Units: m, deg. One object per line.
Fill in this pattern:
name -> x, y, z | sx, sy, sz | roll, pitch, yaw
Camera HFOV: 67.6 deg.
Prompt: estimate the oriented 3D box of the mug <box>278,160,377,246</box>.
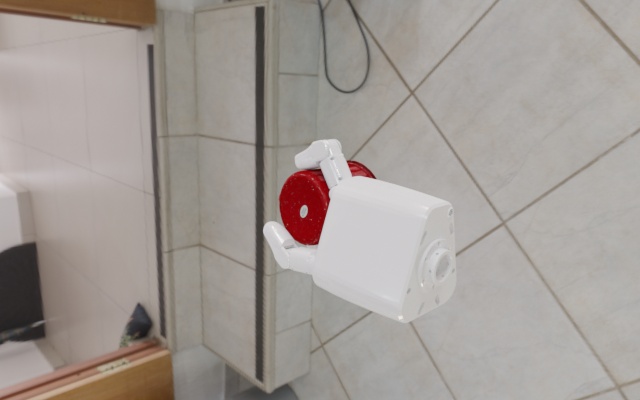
mug -> -0.001, 0.001, 0.543 | 0.081, 0.093, 0.117 | -10, 19, -44
